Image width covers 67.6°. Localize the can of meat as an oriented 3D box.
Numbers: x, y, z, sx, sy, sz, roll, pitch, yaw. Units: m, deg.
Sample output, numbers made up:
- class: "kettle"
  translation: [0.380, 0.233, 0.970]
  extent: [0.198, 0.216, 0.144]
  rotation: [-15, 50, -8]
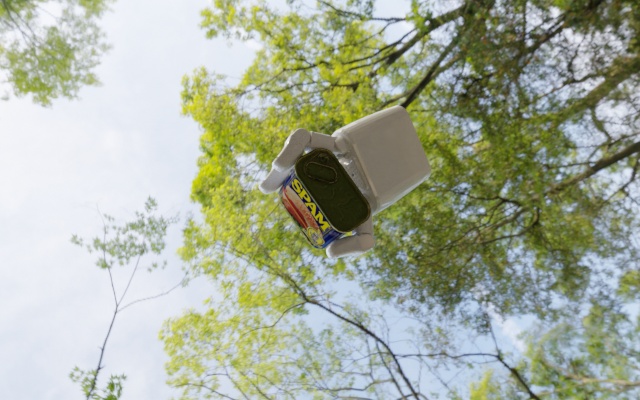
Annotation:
- class: "can of meat"
  translation: [0.000, 0.002, 0.572]
  extent: [0.057, 0.102, 0.084]
  rotation: [-32, -7, -30]
